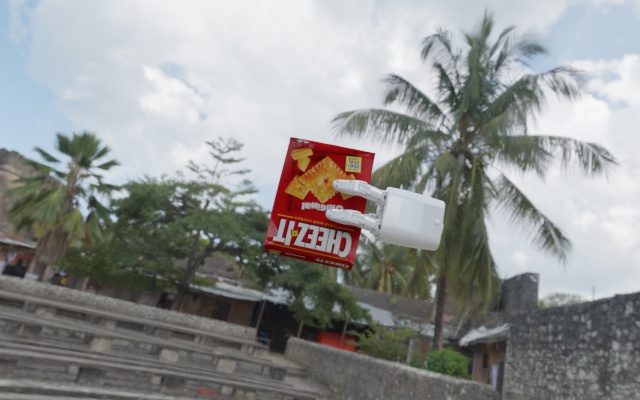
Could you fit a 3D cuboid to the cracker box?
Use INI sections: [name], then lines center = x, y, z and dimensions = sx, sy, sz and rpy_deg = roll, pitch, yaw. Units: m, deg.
[cracker box]
center = 0.000, 0.003, 0.872
dimensions = 0.164, 0.213, 0.072
rpy_deg = 12, -16, 2
